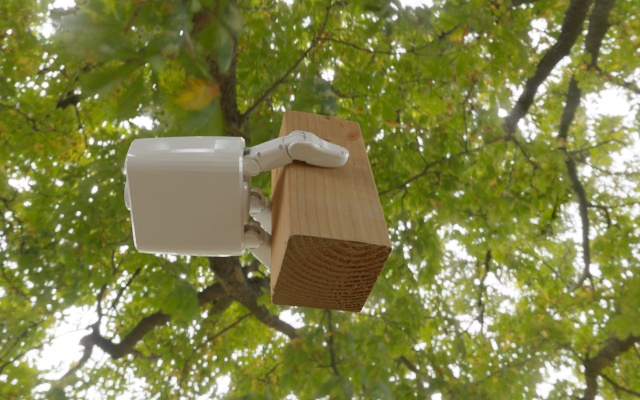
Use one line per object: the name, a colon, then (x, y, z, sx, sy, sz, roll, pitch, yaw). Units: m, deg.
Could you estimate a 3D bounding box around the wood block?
wood block: (0.000, 0.001, 0.492, 0.090, 0.091, 0.206, 8, 38, -12)
